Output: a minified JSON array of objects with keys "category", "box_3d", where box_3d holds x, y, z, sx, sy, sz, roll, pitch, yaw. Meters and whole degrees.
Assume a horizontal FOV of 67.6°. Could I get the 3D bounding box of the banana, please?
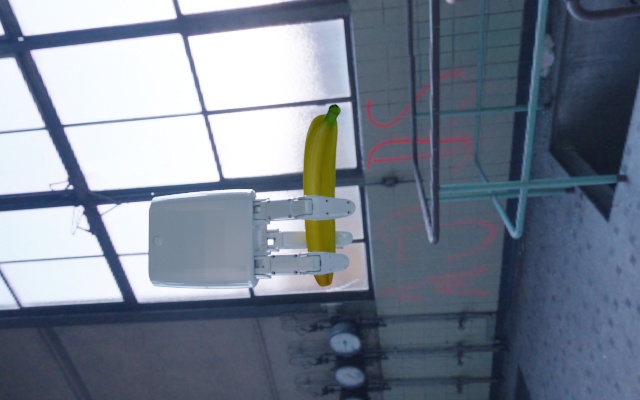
[{"category":"banana","box_3d":[0.000,-0.007,0.520,0.037,0.198,0.069,0,17,-2]}]
